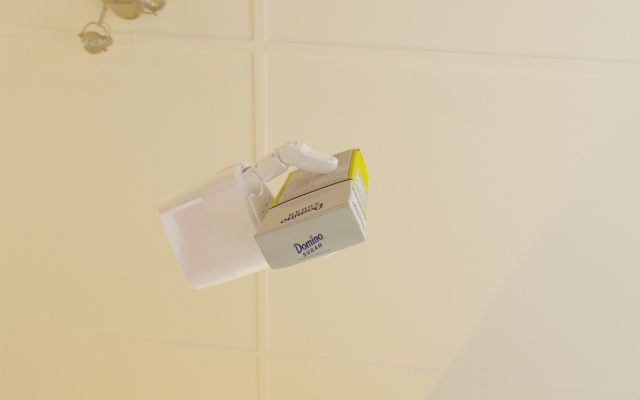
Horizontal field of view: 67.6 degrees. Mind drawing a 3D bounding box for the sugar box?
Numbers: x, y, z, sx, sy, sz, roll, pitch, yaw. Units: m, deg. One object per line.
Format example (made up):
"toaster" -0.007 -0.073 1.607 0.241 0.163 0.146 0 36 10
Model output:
"sugar box" 0.000 0.002 0.490 0.093 0.048 0.176 -20 20 15
